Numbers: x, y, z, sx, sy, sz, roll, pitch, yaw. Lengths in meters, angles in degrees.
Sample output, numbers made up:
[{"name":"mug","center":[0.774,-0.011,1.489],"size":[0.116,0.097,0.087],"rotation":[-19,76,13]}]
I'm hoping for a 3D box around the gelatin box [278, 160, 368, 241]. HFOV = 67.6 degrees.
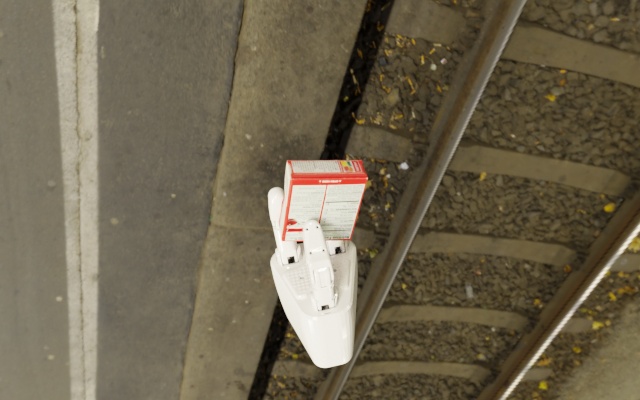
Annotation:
[{"name":"gelatin box","center":[0.000,0.002,0.466],"size":[0.073,0.089,0.030],"rotation":[-1,45,-13]}]
